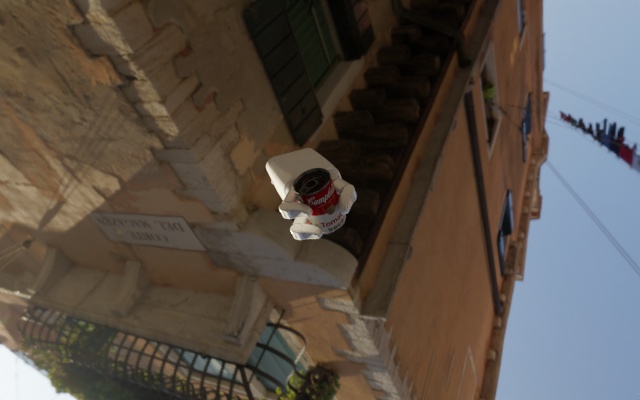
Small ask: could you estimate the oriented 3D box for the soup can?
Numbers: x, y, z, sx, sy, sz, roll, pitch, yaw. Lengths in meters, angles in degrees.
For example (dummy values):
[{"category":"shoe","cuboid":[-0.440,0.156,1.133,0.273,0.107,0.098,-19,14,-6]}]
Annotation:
[{"category":"soup can","cuboid":[0.001,0.003,0.842,0.068,0.102,0.068,-14,40,12]}]
